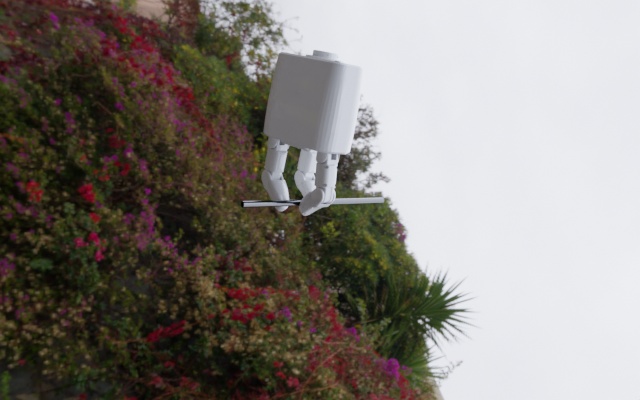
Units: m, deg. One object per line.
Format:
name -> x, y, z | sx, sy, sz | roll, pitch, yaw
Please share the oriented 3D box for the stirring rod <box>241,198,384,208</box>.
stirring rod -> 0.000, 0.002, 0.647 | 0.239, 0.011, 0.011 | -2, 1, -39
